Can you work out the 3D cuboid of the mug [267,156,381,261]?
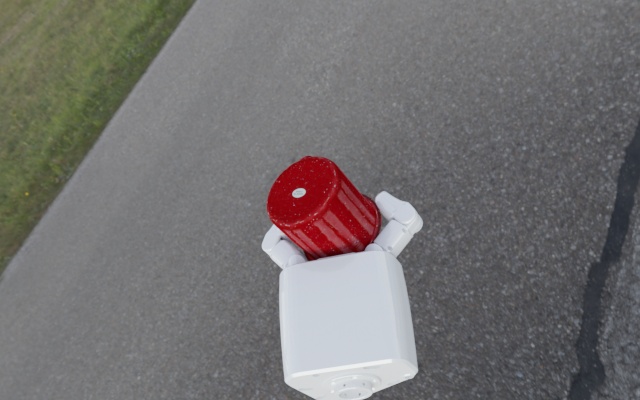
[{"bbox_3d":[0.000,0.000,0.479,0.093,0.117,0.081,-24,-43,20],"label":"mug"}]
